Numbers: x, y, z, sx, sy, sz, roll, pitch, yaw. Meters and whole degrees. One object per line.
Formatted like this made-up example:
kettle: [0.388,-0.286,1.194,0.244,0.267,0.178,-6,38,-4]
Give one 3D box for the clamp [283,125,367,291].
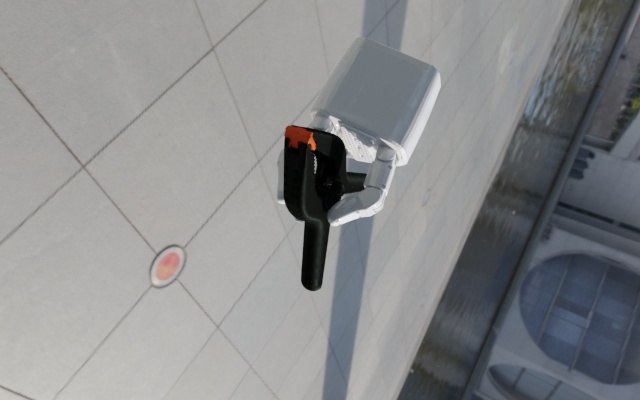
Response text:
clamp: [0.001,0.001,0.507,0.036,0.164,0.210,19,-17,25]
